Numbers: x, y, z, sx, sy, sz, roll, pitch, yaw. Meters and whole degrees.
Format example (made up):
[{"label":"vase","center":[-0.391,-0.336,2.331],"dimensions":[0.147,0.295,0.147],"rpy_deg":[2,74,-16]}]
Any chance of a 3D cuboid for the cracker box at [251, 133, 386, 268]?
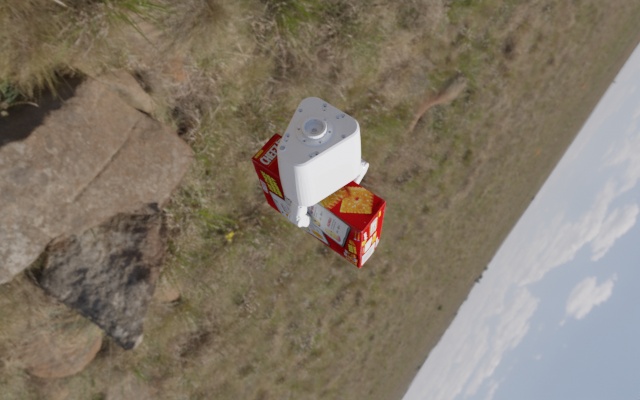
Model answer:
[{"label":"cracker box","center":[0.000,0.003,0.789],"dimensions":[0.213,0.072,0.164],"rpy_deg":[34,-20,19]}]
